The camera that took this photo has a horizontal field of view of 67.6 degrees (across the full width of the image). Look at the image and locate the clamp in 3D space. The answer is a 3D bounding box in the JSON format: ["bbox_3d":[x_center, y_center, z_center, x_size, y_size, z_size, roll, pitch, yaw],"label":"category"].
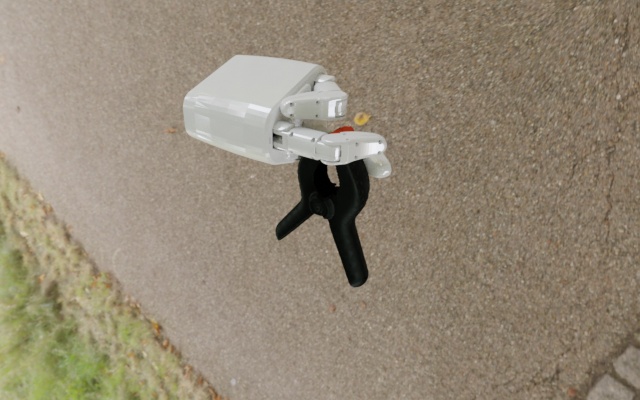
[{"bbox_3d":[0.000,0.002,0.489,0.120,0.172,0.039,17,33,25],"label":"clamp"}]
